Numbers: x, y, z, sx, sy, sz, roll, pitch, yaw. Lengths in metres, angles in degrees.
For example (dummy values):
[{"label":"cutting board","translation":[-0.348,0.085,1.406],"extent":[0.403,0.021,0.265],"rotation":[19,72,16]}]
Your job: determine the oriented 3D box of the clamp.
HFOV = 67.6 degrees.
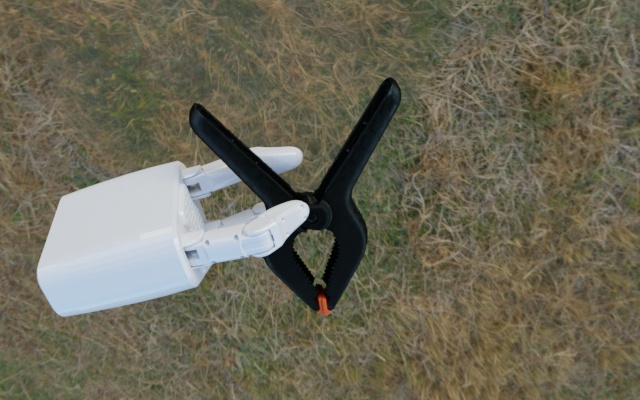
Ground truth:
[{"label":"clamp","translation":[0.000,0.002,0.404],"extent":[0.164,0.210,0.036],"rotation":[-14,24,0]}]
